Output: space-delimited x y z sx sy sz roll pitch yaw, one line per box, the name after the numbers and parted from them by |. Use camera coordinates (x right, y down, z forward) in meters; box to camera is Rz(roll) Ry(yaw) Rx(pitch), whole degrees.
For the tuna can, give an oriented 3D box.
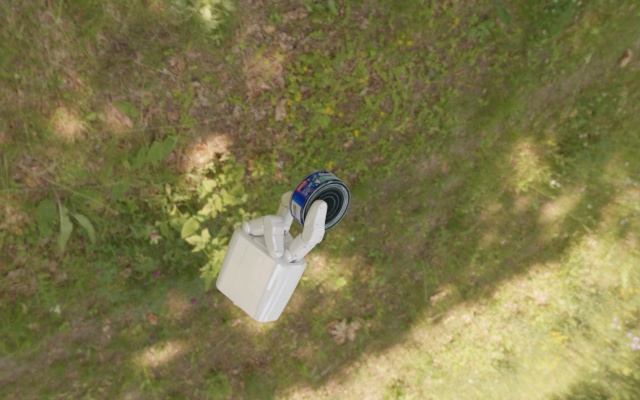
0.000 0.002 0.679 0.086 0.086 0.033 0 28 -41 | tuna can
